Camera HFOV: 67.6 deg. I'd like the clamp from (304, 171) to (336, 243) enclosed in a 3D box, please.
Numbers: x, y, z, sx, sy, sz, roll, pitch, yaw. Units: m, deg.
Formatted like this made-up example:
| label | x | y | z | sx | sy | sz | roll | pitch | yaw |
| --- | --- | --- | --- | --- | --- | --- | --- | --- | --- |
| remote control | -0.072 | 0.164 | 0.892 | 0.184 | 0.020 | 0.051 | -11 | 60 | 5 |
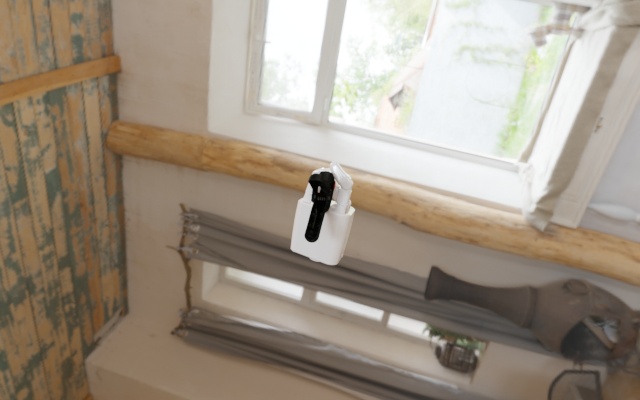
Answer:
| label | x | y | z | sx | sy | sz | roll | pitch | yaw |
| --- | --- | --- | --- | --- | --- | --- | --- | --- | --- |
| clamp | 0.000 | 0.003 | 0.862 | 0.039 | 0.120 | 0.171 | 14 | 12 | 10 |
